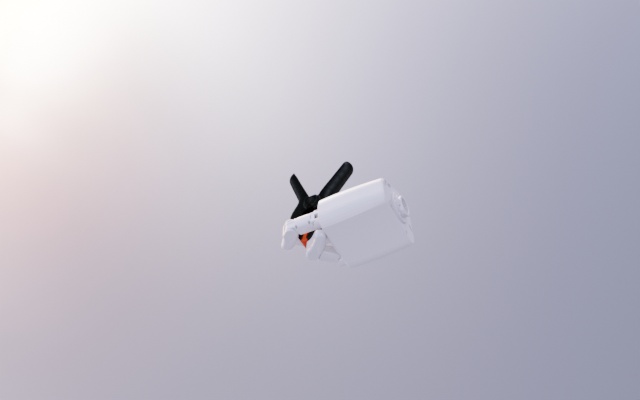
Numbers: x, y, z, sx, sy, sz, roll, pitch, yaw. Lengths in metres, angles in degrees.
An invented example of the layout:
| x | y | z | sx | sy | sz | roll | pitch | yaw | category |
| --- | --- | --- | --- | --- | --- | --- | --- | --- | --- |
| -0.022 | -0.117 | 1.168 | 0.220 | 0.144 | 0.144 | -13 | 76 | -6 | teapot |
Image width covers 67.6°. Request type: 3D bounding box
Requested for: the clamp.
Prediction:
| x | y | z | sx | sy | sz | roll | pitch | yaw | category |
| --- | --- | --- | --- | --- | --- | --- | --- | --- | --- |
| 0.000 | 0.002 | 0.792 | 0.120 | 0.171 | 0.039 | -22 | -45 | 22 | clamp |
